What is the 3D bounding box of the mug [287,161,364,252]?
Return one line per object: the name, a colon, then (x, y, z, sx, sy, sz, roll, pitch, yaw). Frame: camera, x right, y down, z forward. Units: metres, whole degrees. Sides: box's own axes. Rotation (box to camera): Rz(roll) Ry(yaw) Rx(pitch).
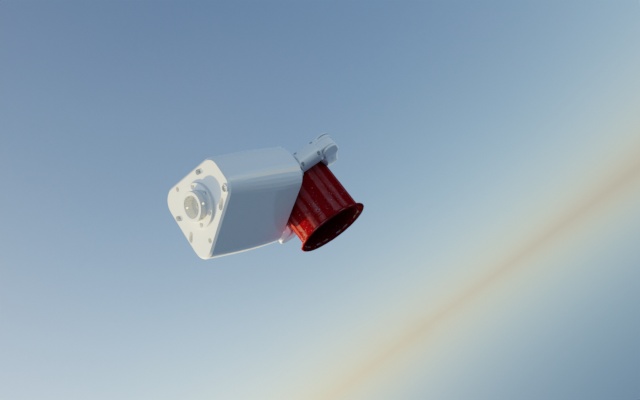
mug: (0.001, 0.002, 0.602, 0.117, 0.081, 0.093, -13, -30, -52)
